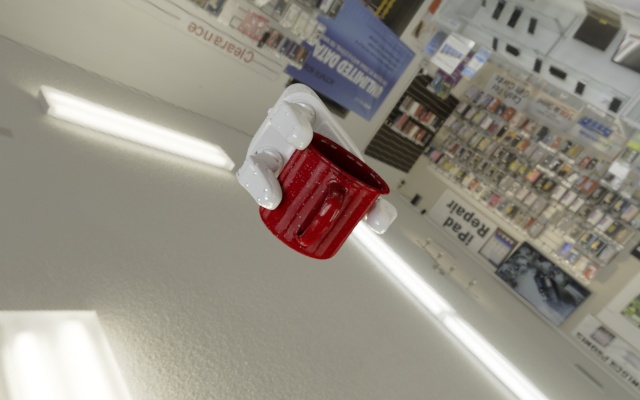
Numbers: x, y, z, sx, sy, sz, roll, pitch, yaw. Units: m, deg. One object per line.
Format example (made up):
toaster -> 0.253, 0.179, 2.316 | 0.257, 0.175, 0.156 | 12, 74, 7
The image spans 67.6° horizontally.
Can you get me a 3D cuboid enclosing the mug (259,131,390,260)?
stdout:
mug -> 0.000, 0.002, 0.406 | 0.093, 0.081, 0.117 | 31, 17, -13
